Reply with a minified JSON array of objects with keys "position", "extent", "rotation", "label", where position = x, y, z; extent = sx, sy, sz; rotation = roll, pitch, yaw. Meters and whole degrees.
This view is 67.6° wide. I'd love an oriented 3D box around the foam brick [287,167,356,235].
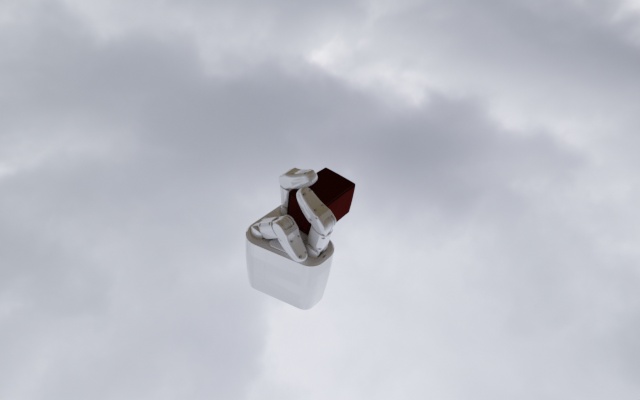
[{"position":[0.000,0.002,0.632],"extent":[0.053,0.051,0.078],"rotation":[33,48,26],"label":"foam brick"}]
